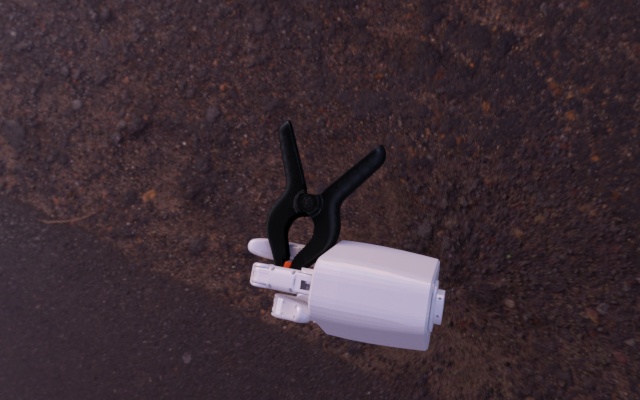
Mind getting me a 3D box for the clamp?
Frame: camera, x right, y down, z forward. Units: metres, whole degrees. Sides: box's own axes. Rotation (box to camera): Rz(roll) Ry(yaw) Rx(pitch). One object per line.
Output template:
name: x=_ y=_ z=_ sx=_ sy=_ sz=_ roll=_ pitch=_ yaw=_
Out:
clamp: x=0.000 y=0.002 z=0.503 sx=0.120 sy=0.171 sz=0.039 roll=7 pitch=-8 yaw=17
